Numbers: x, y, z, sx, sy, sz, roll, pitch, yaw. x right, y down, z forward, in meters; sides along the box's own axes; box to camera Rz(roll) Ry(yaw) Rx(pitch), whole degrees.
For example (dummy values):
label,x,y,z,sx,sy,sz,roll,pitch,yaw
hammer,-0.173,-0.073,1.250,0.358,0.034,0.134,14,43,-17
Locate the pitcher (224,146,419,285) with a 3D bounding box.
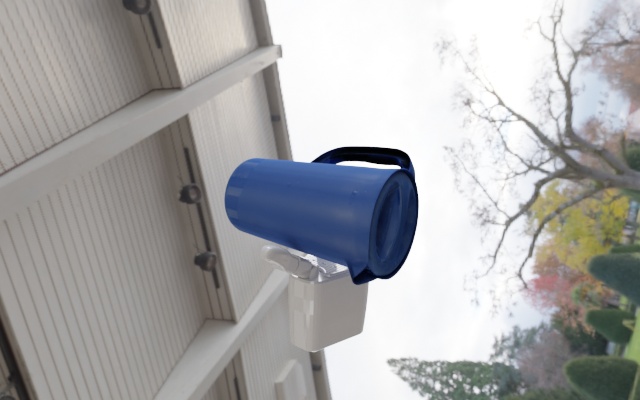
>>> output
label,x,y,z,sx,sy,sz,roll,pitch,yaw
pitcher,0.000,0.002,0.625,0.243,0.145,0.149,11,17,33
